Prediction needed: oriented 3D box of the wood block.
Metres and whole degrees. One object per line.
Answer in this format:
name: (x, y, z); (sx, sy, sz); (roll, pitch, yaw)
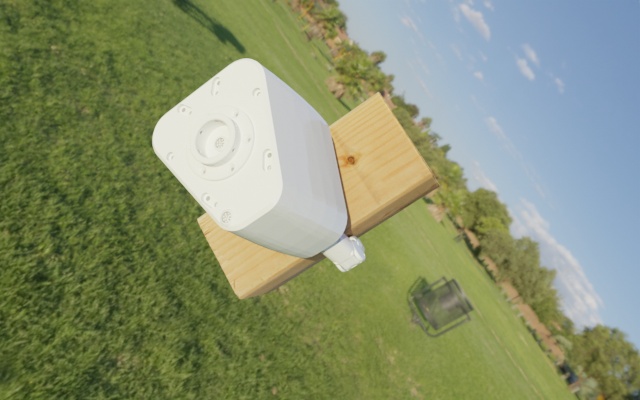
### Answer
wood block: (0.000, 0.002, 0.462); (0.206, 0.091, 0.090); (-33, -13, 12)
